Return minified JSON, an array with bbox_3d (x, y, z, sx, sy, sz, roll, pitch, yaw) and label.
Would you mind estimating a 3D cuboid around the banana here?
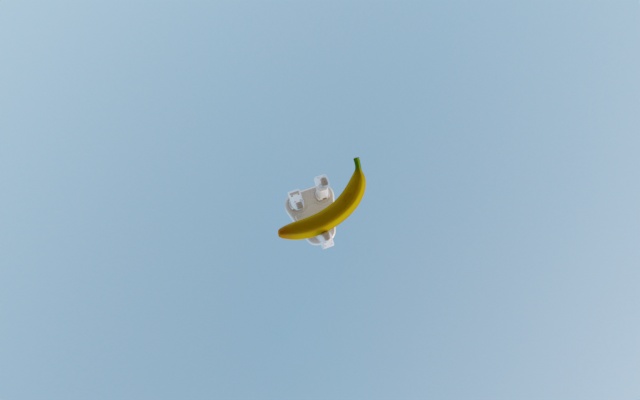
[{"bbox_3d":[0.015,0.014,0.845,0.198,0.069,0.037,-44,1,-6],"label":"banana"}]
